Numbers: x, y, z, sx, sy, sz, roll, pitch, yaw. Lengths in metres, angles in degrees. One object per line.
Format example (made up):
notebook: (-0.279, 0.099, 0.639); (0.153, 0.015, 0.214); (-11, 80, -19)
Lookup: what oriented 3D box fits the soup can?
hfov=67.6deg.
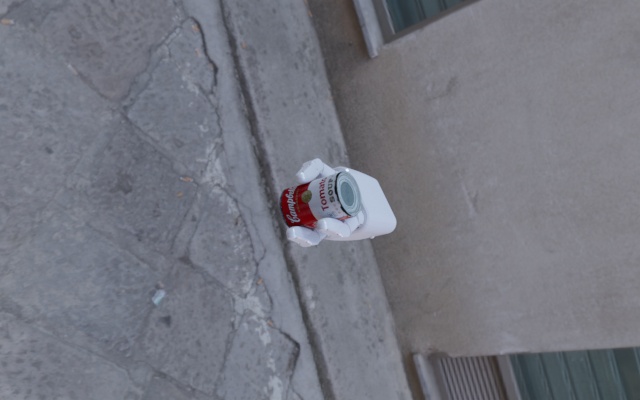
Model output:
soup can: (0.000, 0.002, 0.695); (0.102, 0.068, 0.068); (-16, -9, 32)
